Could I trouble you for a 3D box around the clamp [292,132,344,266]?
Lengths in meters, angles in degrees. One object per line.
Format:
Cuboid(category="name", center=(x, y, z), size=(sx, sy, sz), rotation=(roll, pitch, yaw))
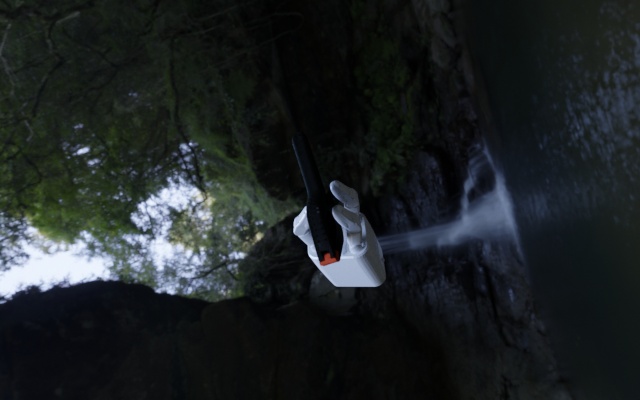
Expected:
Cuboid(category="clamp", center=(0.000, 0.003, 0.750), size=(0.036, 0.209, 0.165), rotation=(-20, -46, 18))
